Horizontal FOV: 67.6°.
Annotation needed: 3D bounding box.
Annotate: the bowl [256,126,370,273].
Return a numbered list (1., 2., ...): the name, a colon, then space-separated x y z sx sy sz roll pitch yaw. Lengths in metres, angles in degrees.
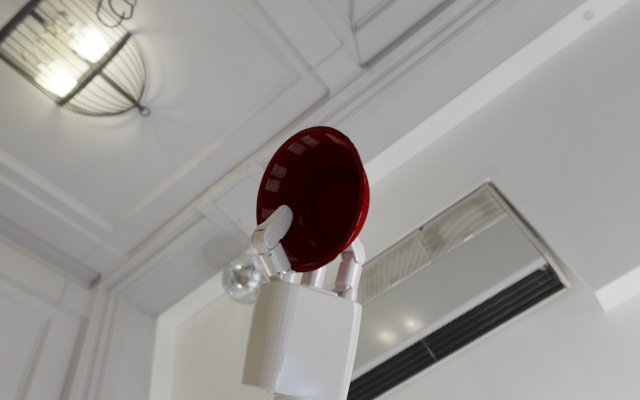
1. bowl: 0.001 0.001 0.534 0.162 0.162 0.055 0 -10 43
